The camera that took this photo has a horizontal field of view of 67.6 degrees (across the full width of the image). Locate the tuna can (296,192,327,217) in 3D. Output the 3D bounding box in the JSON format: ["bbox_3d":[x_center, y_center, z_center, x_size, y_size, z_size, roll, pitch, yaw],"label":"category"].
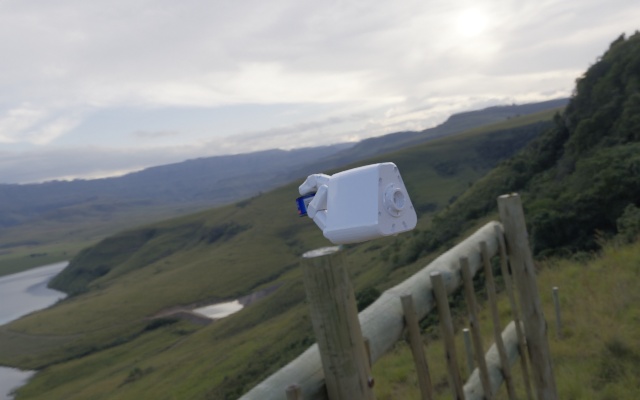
[{"bbox_3d":[0.000,0.002,0.845,0.086,0.034,0.086,-15,-3,-1],"label":"tuna can"}]
